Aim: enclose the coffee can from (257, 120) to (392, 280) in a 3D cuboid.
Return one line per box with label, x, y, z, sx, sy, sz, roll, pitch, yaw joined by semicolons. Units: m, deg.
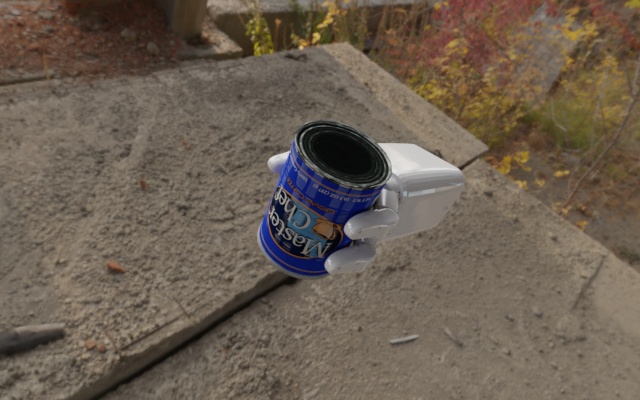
coffee can;0.000;0.002;0.509;0.103;0.140;0.102;15;40;-13
